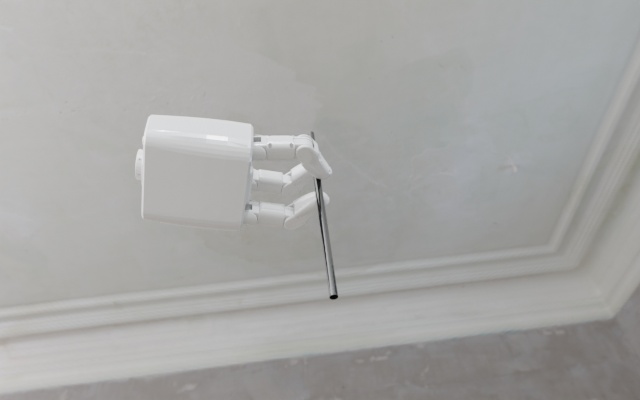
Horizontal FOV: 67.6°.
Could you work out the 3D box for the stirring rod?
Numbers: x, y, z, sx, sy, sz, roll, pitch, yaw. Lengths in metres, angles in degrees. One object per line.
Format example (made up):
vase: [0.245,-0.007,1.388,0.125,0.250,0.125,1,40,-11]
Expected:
stirring rod: [0.000,0.002,0.510,0.011,0.011,0.239,-4,45,-4]
